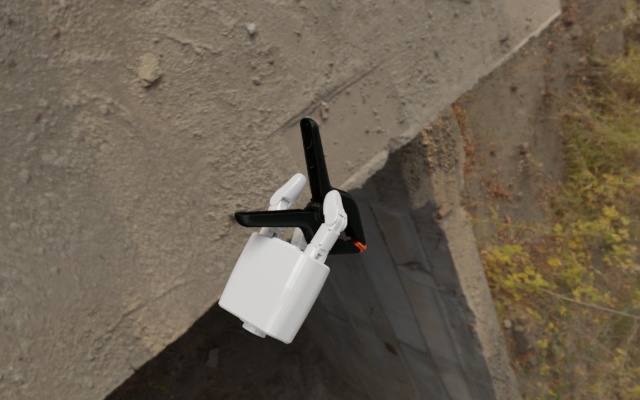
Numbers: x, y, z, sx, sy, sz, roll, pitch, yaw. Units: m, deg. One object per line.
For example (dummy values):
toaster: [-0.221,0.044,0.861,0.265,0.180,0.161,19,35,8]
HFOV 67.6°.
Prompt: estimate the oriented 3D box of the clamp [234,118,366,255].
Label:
clamp: [0.001,0.003,0.651,0.210,0.164,0.036,36,-13,-37]
